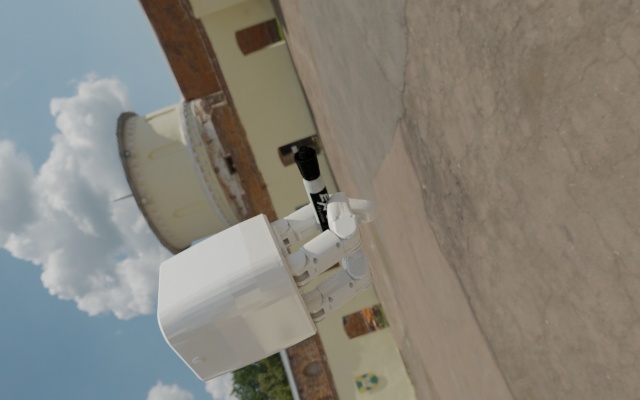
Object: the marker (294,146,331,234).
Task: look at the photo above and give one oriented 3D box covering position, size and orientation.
[{"bbox_3d":[0.000,0.001,0.423,0.020,0.121,0.020,-10,43,9],"label":"marker"}]
